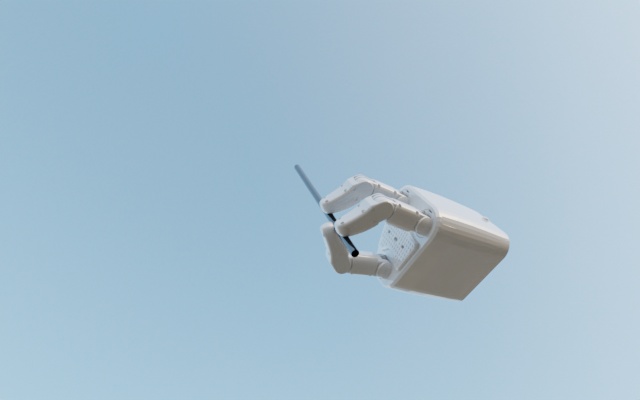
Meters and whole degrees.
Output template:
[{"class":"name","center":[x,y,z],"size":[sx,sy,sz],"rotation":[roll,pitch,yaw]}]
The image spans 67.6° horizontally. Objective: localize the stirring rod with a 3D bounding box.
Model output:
[{"class":"stirring rod","center":[0.000,0.002,0.548],"size":[0.011,0.011,0.239],"rotation":[0,23,-17]}]
